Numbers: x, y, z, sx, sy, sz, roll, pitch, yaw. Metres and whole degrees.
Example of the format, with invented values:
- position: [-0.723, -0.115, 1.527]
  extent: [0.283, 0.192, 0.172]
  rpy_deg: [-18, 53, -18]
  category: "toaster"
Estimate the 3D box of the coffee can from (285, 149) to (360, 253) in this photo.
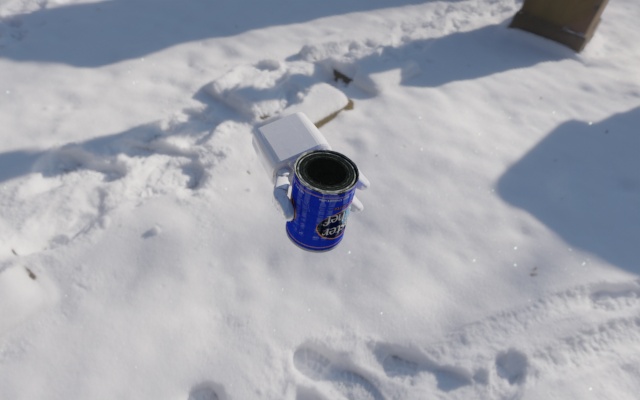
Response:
- position: [0.000, 0.003, 0.779]
  extent: [0.103, 0.102, 0.140]
  rpy_deg: [6, -45, -6]
  category: "coffee can"
